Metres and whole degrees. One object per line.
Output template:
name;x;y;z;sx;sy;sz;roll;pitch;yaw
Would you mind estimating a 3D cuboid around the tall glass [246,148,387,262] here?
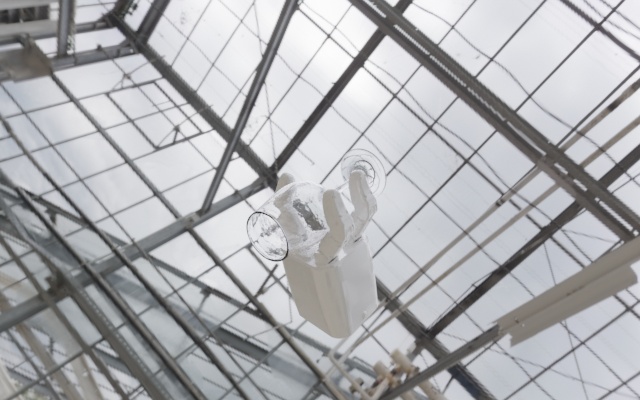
tall glass;0.000;0.002;0.593;0.079;0.079;0.201;0;23;40
